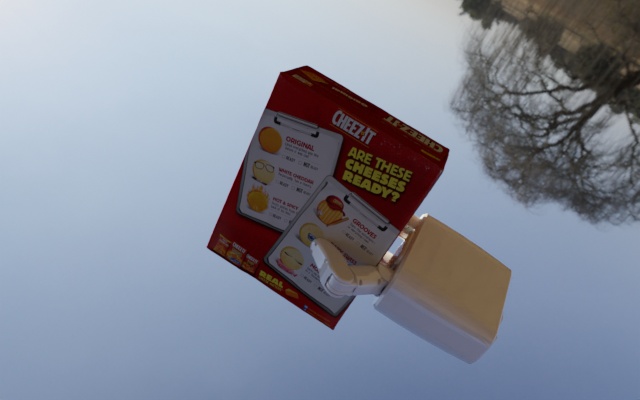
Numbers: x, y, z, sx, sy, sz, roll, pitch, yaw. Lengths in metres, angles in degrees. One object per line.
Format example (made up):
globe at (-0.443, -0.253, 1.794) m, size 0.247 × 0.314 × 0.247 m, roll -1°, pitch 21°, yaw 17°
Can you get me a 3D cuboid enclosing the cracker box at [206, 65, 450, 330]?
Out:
cracker box at (0.000, 0.002, 0.477) m, size 0.164 × 0.214 × 0.072 m, roll 32°, pitch 30°, yaw 6°
